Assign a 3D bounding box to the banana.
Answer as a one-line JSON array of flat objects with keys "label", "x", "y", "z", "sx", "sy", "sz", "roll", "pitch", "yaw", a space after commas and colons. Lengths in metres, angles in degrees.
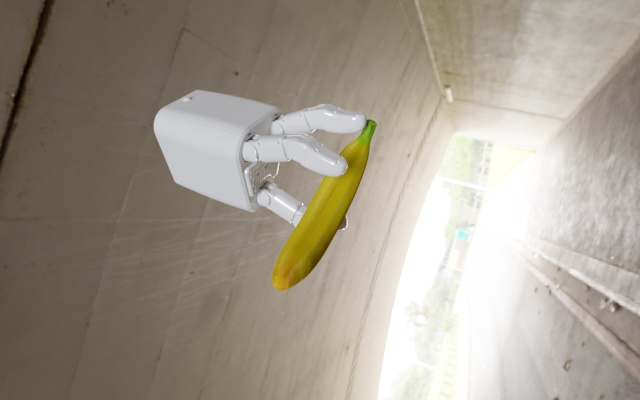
[{"label": "banana", "x": 0.003, "y": 0.009, "z": 0.467, "sx": 0.037, "sy": 0.197, "sz": 0.070, "roll": 20, "pitch": -28, "yaw": 16}]
